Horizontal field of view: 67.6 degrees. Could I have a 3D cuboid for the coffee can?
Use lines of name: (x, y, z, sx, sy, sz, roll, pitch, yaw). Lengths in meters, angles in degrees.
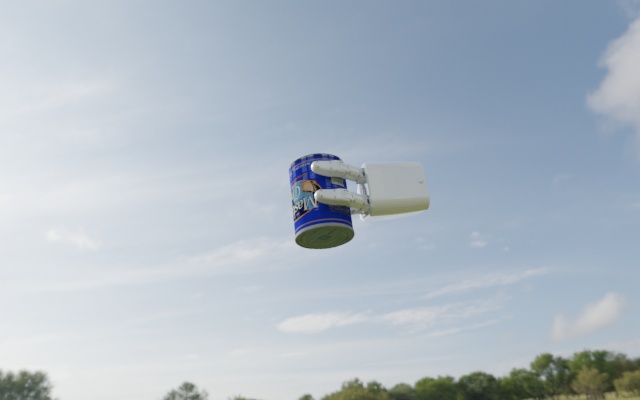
coffee can: (0.000, 0.003, 0.843, 0.103, 0.140, 0.103, -6, -26, -3)
